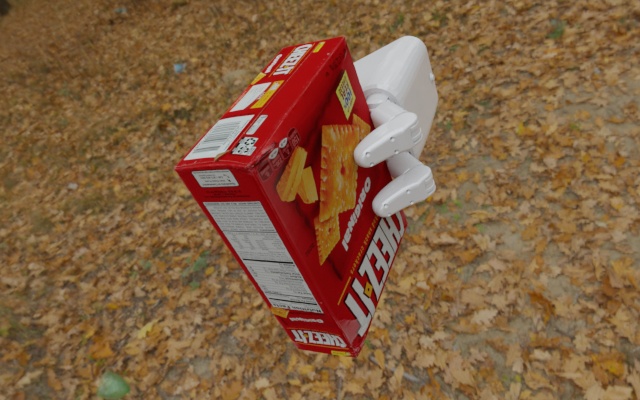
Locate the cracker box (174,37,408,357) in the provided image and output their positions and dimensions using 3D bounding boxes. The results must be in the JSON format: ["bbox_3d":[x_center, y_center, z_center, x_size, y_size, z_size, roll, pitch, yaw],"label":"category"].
[{"bbox_3d":[0.000,0.001,0.402,0.072,0.214,0.164,0,43,32],"label":"cracker box"}]
